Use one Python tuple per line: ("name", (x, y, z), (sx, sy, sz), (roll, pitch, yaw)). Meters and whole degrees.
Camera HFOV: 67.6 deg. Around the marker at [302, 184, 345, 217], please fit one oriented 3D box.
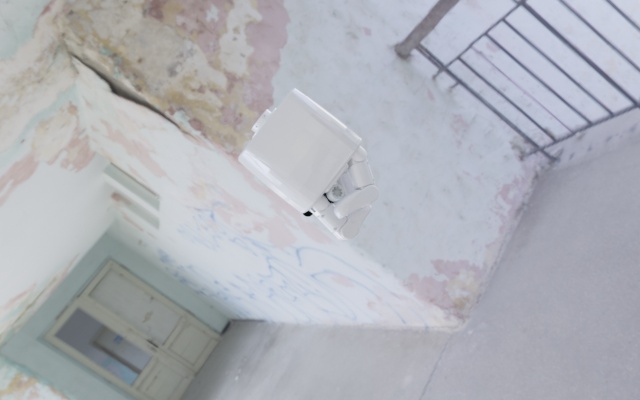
("marker", (0.000, 0.002, 0.627), (0.020, 0.020, 0.121), (0, -12, -20))
